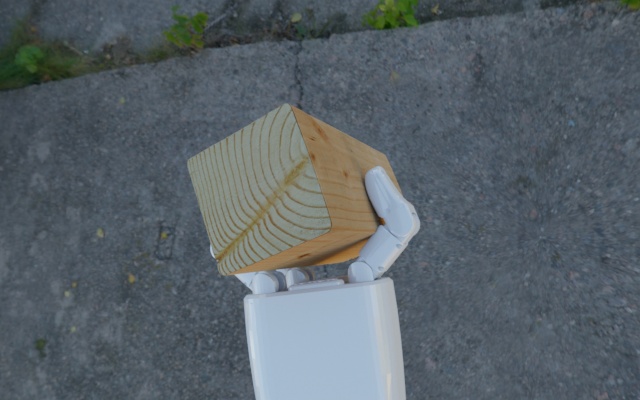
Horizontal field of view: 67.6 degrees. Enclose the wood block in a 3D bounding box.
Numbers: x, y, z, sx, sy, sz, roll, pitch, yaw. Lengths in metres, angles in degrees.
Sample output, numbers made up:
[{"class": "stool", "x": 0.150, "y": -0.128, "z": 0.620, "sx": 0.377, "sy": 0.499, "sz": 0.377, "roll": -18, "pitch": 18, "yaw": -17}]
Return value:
[{"class": "wood block", "x": 0.000, "y": 0.002, "z": 0.403, "sx": 0.091, "sy": 0.090, "sz": 0.206, "roll": -24, "pitch": -14, "yaw": 21}]
